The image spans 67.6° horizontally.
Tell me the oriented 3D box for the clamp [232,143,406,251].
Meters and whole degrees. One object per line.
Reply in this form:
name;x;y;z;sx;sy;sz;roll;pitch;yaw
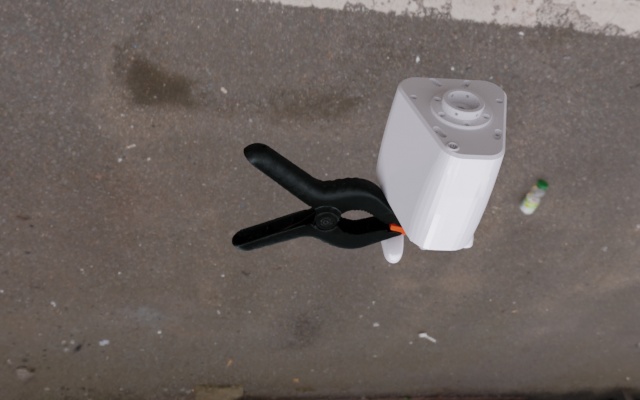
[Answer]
clamp;0.000;0.002;0.449;0.171;0.120;0.039;0;44;-5
